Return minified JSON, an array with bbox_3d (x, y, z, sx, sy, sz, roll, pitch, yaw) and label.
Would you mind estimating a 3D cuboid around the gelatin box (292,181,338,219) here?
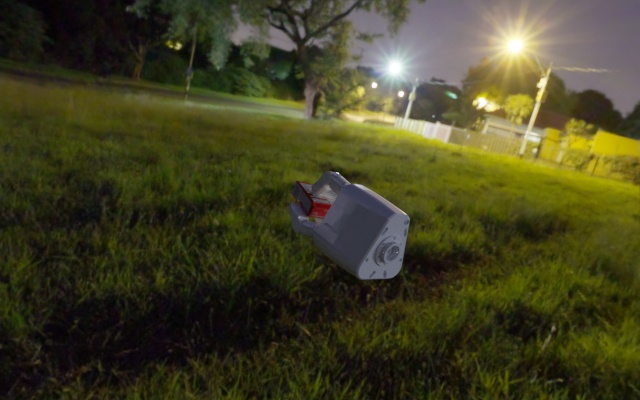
[{"bbox_3d":[0.000,0.002,0.813,0.073,0.030,0.089,11,22,-27],"label":"gelatin box"}]
